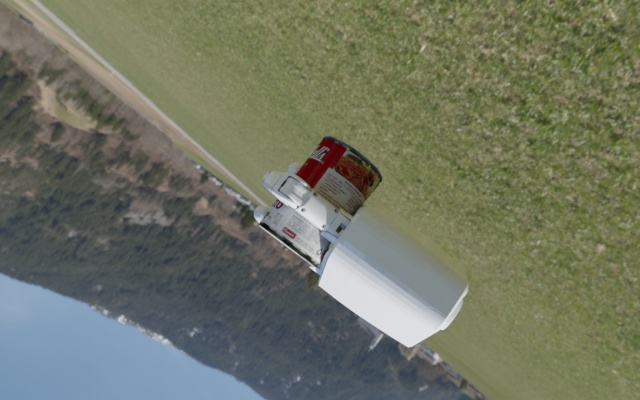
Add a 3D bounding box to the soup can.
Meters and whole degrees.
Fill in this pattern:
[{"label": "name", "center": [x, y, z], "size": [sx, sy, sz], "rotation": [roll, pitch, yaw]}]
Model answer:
[{"label": "soup can", "center": [-0.001, 0.001, 0.439], "size": [0.068, 0.102, 0.068], "rotation": [36, -7, 5]}]
